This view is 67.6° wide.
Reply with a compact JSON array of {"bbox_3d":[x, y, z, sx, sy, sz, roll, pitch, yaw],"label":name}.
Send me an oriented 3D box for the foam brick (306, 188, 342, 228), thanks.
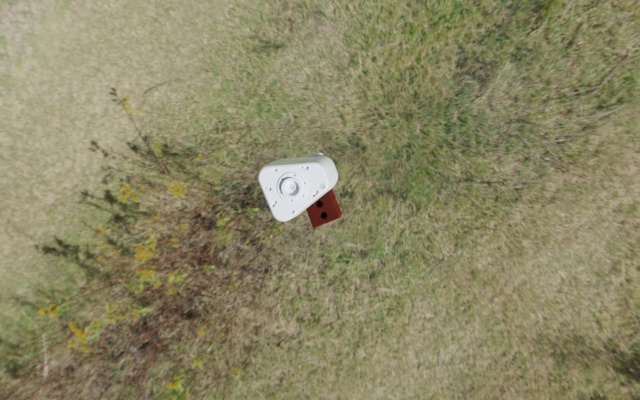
[{"bbox_3d":[0.000,0.003,0.872,0.053,0.078,0.051,-21,6,10],"label":"foam brick"}]
